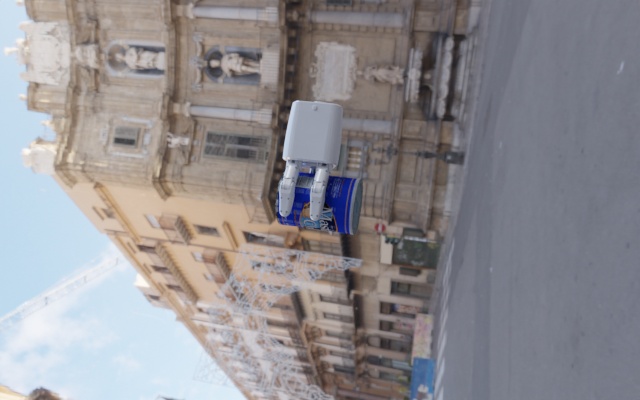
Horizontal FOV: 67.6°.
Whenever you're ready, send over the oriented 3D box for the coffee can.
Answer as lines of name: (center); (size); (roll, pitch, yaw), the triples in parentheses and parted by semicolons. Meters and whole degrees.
coffee can: (0.000, 0.003, 0.873); (0.140, 0.103, 0.103); (7, 1, 12)
